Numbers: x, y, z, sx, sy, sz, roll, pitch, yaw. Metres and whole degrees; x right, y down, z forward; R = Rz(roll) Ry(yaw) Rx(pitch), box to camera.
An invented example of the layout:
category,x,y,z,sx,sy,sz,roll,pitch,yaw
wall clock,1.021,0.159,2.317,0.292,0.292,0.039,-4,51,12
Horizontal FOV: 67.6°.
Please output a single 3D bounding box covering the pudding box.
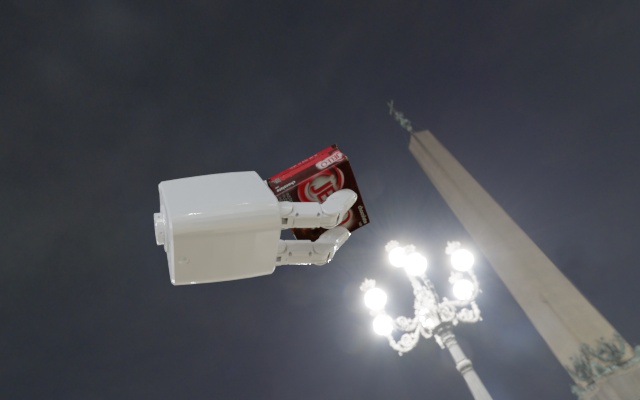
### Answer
category,x,y,z,sx,sy,sz,roll,pitch,yaw
pudding box,0.000,0.002,0.550,0.090,0.039,0.114,-28,-43,-3
